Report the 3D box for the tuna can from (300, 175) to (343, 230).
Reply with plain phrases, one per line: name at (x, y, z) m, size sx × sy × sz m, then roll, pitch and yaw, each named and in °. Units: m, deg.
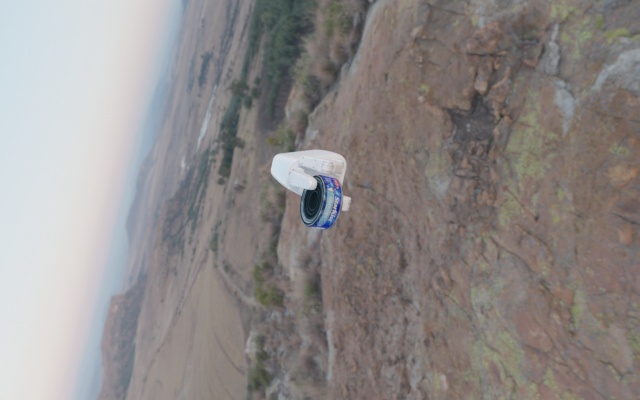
tuna can at (0.000, 0.002, 0.761) m, size 0.034 × 0.086 × 0.086 m, roll 12°, pitch -5°, yaw -27°
